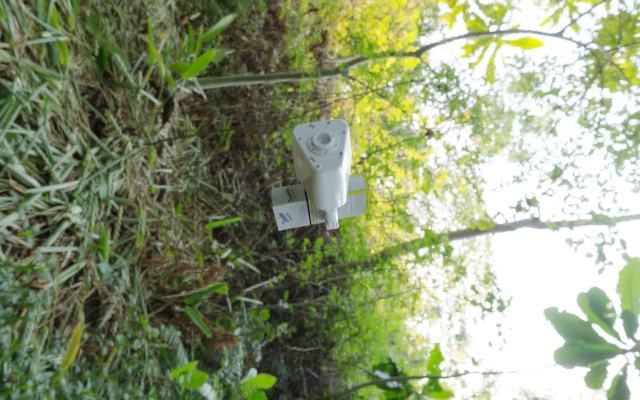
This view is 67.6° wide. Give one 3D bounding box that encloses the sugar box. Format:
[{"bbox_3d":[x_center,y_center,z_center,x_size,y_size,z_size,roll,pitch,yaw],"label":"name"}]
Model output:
[{"bbox_3d":[0.000,0.002,0.880,0.176,0.048,0.093,-8,-32,-2],"label":"sugar box"}]
